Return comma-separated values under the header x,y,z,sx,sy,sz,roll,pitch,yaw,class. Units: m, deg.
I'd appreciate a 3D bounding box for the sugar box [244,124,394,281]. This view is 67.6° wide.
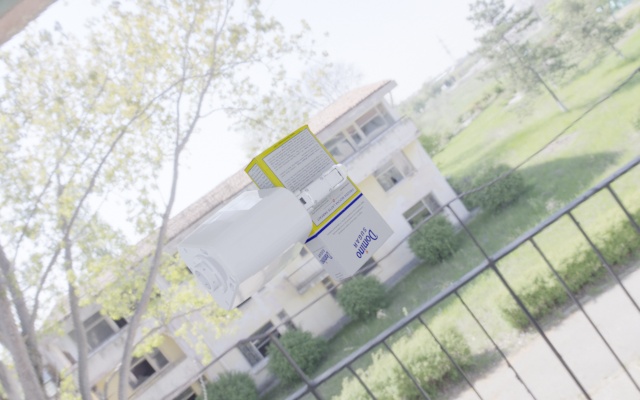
x,y,z,sx,sy,sz,roll,pitch,yaw,class
0.000,0.002,0.579,0.093,0.176,0.048,-39,4,-33,sugar box
